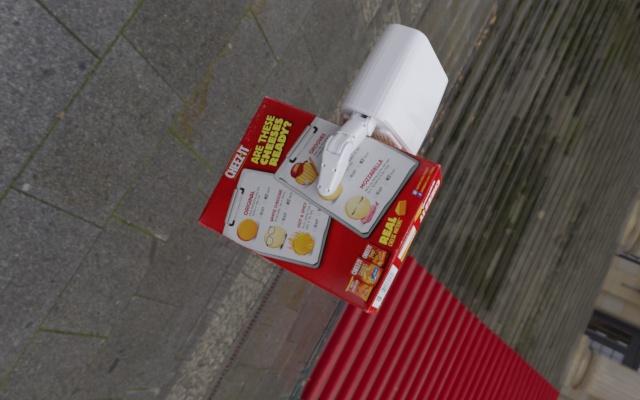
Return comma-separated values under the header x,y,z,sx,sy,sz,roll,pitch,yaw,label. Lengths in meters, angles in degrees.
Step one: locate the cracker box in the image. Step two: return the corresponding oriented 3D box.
x,y,z,sx,sy,sz,roll,pitch,yaw,label
0.000,0.002,0.524,0.213,0.164,0.072,25,-7,20,cracker box
